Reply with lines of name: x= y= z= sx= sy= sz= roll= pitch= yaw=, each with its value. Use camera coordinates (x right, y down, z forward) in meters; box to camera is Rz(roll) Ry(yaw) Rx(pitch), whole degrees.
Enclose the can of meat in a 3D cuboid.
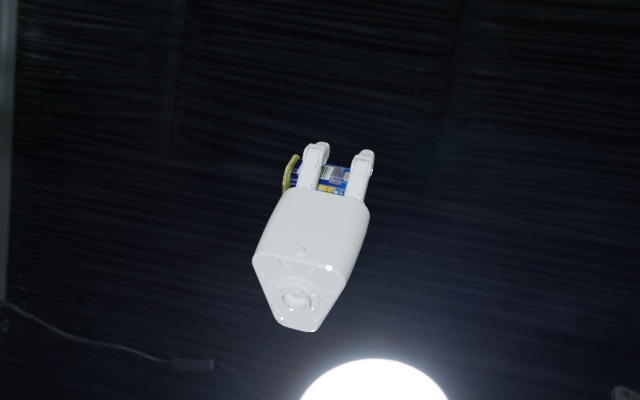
can of meat: x=0.000 y=0.002 z=0.591 sx=0.084 sy=0.102 sz=0.057 roll=12 pitch=35 yaw=10
